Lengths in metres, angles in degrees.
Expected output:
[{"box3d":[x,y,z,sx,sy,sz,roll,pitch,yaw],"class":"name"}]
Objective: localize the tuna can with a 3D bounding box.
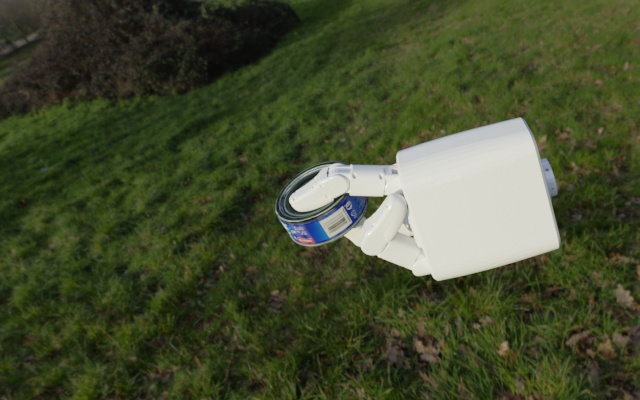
[{"box3d":[0.000,0.001,0.460,0.086,0.034,0.086,-21,35,16],"class":"tuna can"}]
